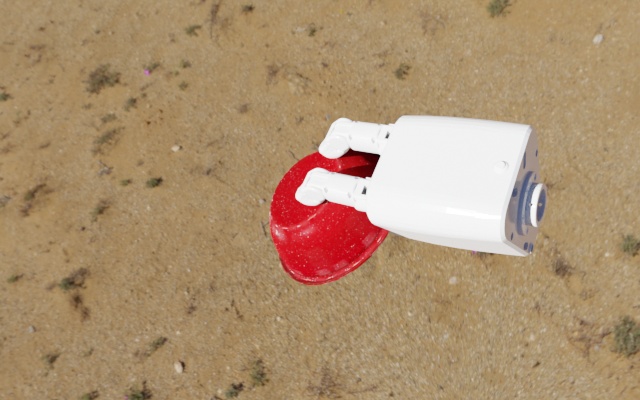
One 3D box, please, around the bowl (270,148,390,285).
[{"bbox_3d":[-0.001,0.002,0.490,0.162,0.162,0.055,0,-31,47],"label":"bowl"}]
